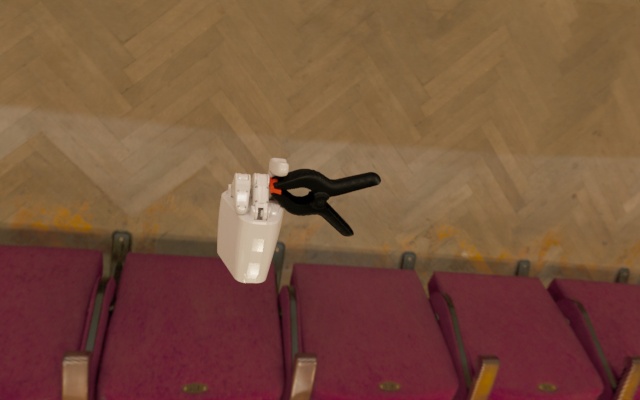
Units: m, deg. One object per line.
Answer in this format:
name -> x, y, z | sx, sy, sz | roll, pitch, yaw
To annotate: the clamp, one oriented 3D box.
clamp -> 0.000, 0.003, 0.740 | 0.171, 0.120, 0.039 | 6, 26, -14
